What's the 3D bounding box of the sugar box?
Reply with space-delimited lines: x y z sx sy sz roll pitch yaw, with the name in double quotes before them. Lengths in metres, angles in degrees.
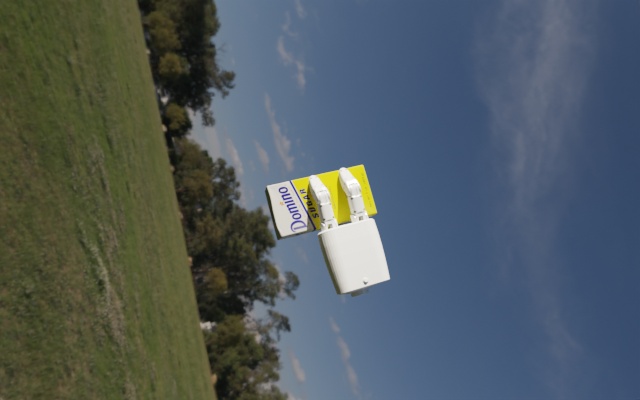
"sugar box" 0.000 0.003 0.829 0.176 0.093 0.048 -14 -9 -15
